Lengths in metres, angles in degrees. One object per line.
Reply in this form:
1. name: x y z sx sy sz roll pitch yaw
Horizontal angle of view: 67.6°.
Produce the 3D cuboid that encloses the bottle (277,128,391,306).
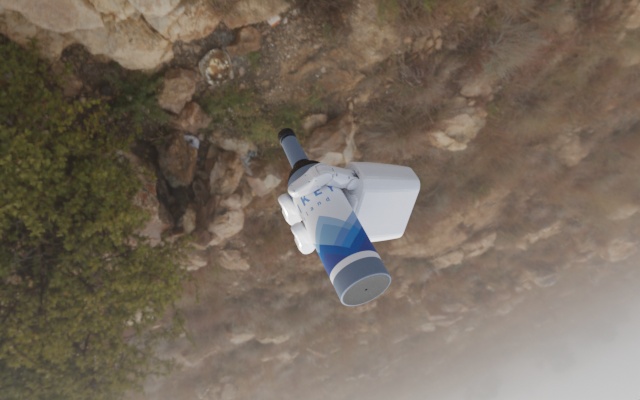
1. bottle: 0.000 0.002 0.654 0.069 0.295 0.069 -17 -38 -14
